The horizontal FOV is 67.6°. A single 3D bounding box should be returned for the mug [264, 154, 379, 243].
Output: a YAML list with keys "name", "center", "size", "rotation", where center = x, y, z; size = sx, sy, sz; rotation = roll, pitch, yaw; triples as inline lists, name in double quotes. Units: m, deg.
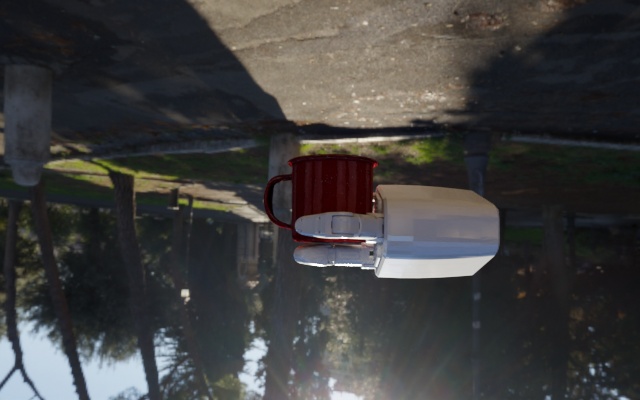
- name: "mug"
  center: [-0.001, 0.002, 0.485]
  size: [0.117, 0.081, 0.093]
  rotation: [1, -6, 4]
